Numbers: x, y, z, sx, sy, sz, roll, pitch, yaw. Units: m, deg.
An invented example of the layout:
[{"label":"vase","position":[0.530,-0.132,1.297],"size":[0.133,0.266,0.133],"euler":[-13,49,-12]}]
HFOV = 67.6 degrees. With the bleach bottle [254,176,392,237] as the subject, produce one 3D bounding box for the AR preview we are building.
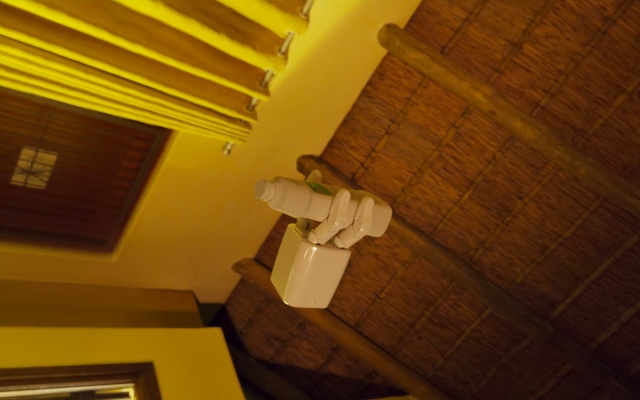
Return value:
[{"label":"bleach bottle","position":[0.000,0.003,0.774],"size":[0.251,0.068,0.102],"euler":[14,12,-41]}]
